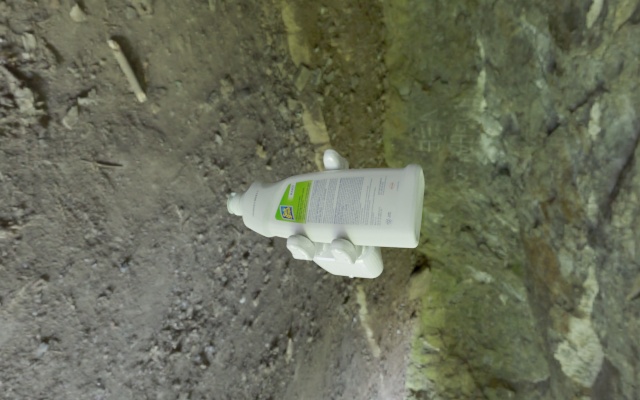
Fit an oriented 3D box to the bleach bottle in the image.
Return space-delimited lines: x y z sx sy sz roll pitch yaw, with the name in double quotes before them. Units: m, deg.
"bleach bottle" 0.000 0.002 0.611 0.251 0.102 0.068 3 -21 19
